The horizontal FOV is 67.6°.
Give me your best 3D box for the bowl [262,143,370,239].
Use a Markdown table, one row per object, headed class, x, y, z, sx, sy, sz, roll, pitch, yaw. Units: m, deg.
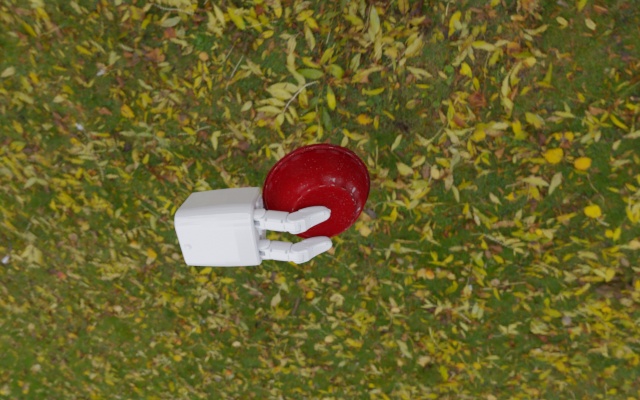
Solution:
| class | x | y | z | sx | sy | sz | roll | pitch | yaw |
| --- | --- | --- | --- | --- | --- | --- | --- | --- | --- |
| bowl | 0.001 | 0.002 | 0.677 | 0.162 | 0.162 | 0.055 | 0 | 35 | -14 |
